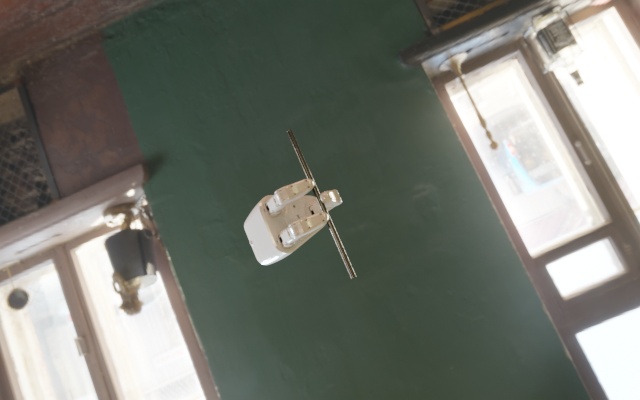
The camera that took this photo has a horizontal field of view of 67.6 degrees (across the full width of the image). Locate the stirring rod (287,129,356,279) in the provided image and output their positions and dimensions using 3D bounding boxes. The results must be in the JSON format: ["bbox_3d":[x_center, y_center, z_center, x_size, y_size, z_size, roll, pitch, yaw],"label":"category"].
[{"bbox_3d":[0.000,0.002,0.706,0.011,0.239,0.011,-23,-10,-4],"label":"stirring rod"}]
